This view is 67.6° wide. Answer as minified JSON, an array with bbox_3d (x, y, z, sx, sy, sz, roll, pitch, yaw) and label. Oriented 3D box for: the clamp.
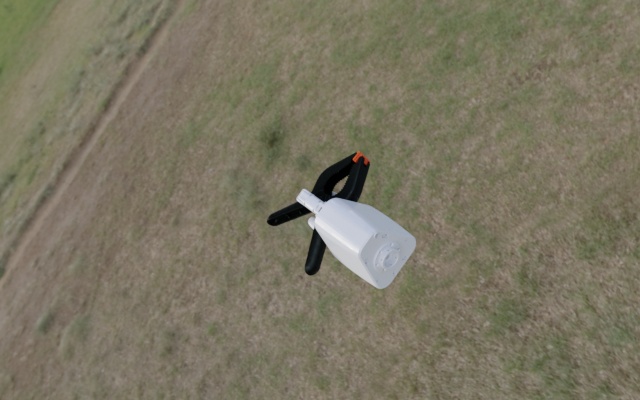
[{"bbox_3d":[0.000,0.002,0.805,0.036,0.210,0.164,36,0,-44],"label":"clamp"}]
